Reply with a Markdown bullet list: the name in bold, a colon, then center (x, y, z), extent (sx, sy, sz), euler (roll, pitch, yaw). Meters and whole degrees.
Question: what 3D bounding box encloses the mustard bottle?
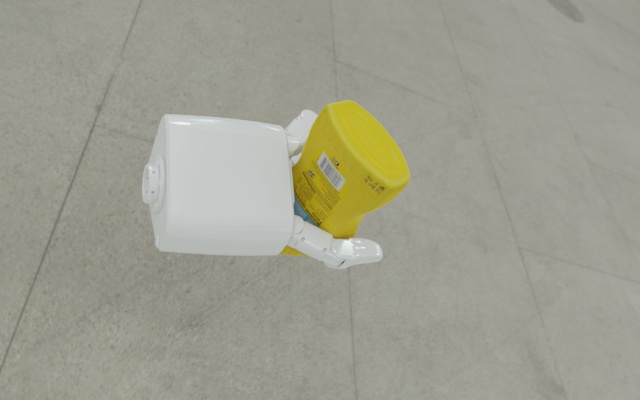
- **mustard bottle**: center (0.000, 0.001, 0.465), extent (0.058, 0.096, 0.192), euler (-23, -20, -41)
